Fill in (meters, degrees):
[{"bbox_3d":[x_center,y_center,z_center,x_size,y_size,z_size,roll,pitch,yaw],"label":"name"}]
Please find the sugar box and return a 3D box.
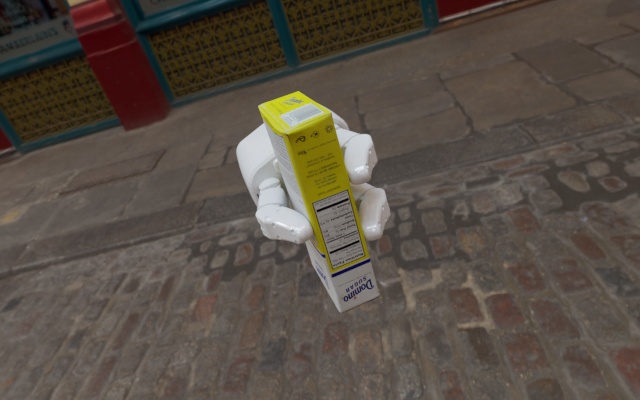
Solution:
[{"bbox_3d":[0.000,0.001,0.419,0.048,0.176,0.093,-24,28,-8],"label":"sugar box"}]
